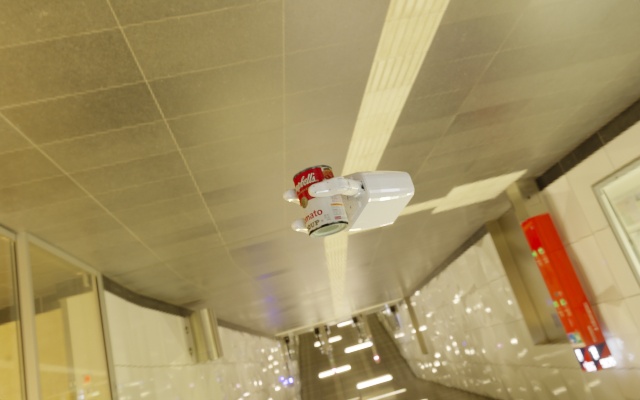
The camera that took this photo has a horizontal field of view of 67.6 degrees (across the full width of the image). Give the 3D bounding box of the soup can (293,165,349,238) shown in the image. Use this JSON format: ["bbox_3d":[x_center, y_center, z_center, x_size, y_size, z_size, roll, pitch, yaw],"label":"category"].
[{"bbox_3d":[0.000,0.003,0.775,0.068,0.102,0.068,-15,-18,-5],"label":"soup can"}]
